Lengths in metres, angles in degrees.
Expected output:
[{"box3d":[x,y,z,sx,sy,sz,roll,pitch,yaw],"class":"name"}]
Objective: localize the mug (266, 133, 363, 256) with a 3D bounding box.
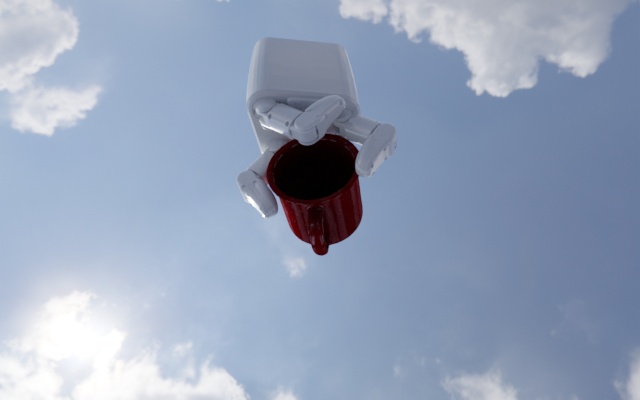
[{"box3d":[0.000,0.003,0.478,0.093,0.117,0.082,-8,-40,5],"class":"mug"}]
